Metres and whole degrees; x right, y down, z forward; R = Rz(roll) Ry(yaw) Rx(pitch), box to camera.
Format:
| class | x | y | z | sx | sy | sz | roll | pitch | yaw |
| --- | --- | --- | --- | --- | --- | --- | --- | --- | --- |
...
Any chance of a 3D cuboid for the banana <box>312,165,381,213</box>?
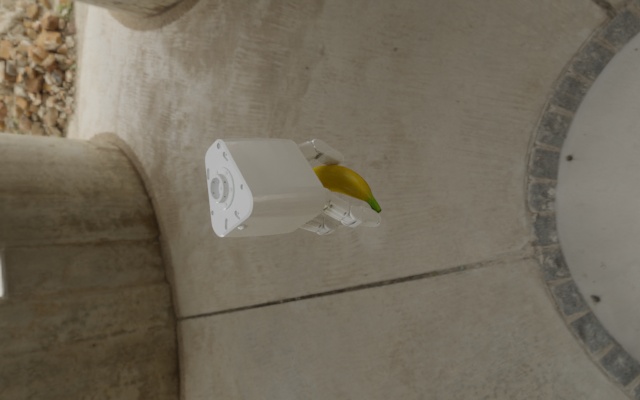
| class | x | y | z | sx | sy | sz | roll | pitch | yaw |
| --- | --- | --- | --- | --- | --- | --- | --- | --- | --- |
| banana | 0.001 | -0.016 | 0.690 | 0.037 | 0.069 | 0.198 | -7 | 6 | -42 |
